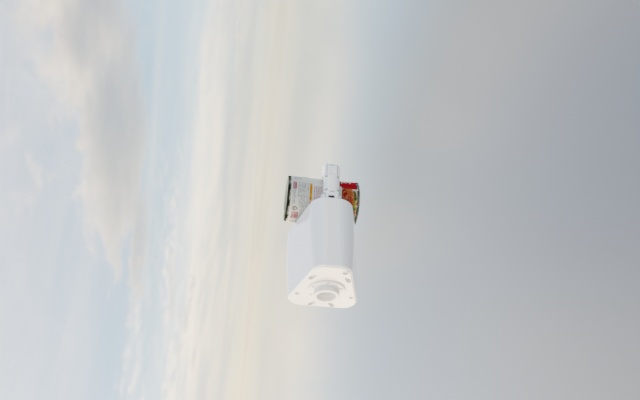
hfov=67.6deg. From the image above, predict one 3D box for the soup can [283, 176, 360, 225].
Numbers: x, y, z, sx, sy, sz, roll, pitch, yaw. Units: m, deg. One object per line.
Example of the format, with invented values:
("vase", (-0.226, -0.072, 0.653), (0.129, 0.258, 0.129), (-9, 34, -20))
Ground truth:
("soup can", (0.000, 0.002, 0.691), (0.102, 0.068, 0.068), (6, -1, -7))
